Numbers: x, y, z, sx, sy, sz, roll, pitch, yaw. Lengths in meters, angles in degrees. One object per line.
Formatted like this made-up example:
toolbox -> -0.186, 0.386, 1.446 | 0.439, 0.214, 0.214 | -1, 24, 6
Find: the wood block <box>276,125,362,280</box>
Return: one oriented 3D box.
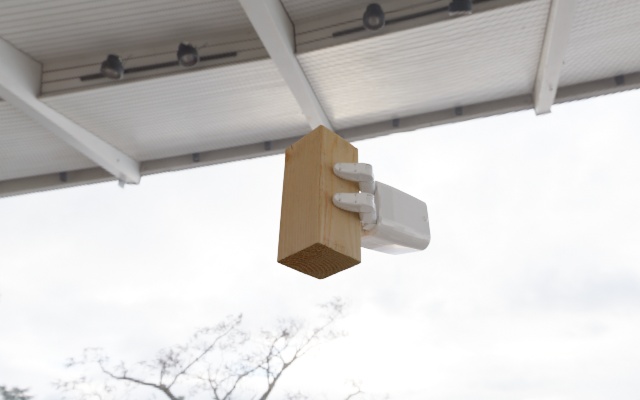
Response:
wood block -> 0.000, 0.003, 0.730 | 0.090, 0.206, 0.091 | 28, -42, -34
